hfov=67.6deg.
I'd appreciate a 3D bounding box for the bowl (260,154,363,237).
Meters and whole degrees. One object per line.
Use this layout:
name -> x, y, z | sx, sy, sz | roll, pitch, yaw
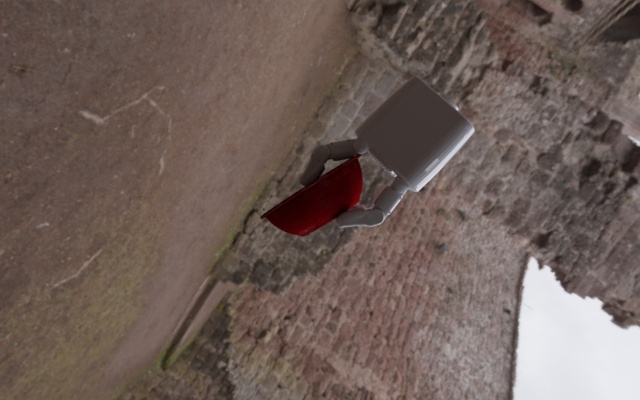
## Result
bowl -> -0.001, 0.003, 0.647 | 0.162, 0.055, 0.162 | -32, 1, 0
